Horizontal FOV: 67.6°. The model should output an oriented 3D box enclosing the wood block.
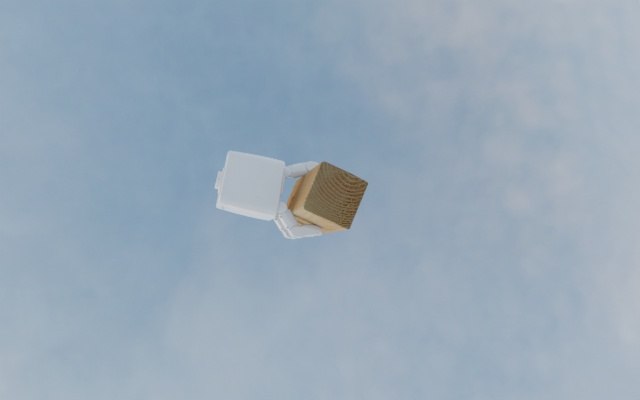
[{"bbox_3d":[0.000,0.002,0.885,0.090,0.091,0.206,25,-12,-11],"label":"wood block"}]
